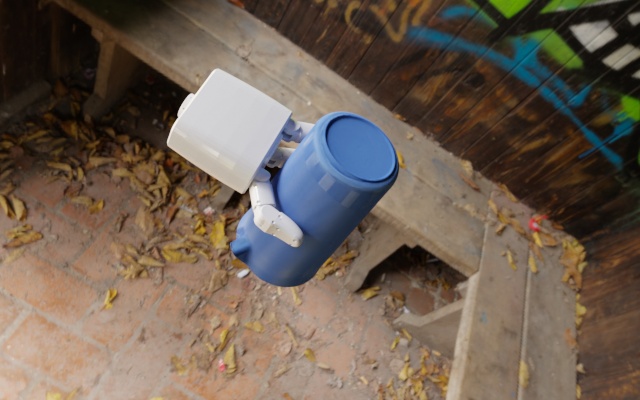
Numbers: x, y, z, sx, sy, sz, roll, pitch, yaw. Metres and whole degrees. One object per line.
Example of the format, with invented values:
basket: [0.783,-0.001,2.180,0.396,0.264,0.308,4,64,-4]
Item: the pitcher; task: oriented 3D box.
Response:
pitcher: [0.000,0.002,0.606,0.145,0.149,0.243,32,-41,-8]
